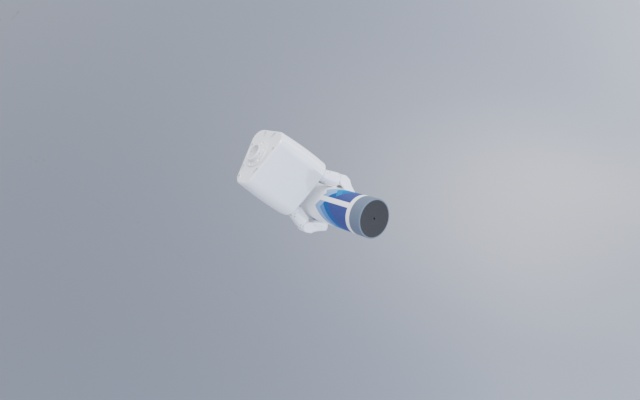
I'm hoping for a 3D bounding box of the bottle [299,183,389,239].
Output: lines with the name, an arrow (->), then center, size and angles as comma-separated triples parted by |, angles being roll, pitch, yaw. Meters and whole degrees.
bottle -> 0.000, 0.003, 0.881 | 0.069, 0.069, 0.295 | 0, 10, -37
